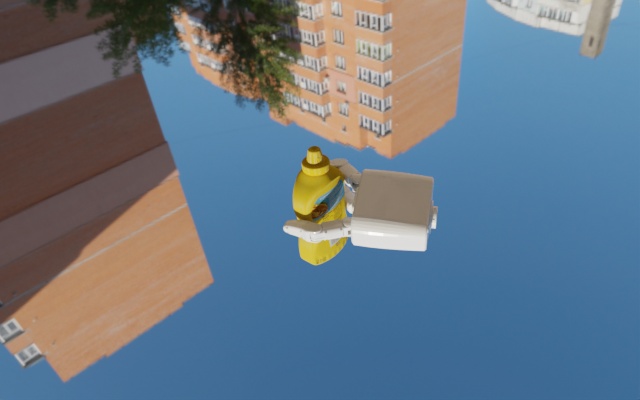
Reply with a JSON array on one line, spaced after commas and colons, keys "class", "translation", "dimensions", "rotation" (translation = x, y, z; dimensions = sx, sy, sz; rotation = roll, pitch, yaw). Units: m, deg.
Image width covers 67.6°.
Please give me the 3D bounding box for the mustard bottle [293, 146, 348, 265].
[{"class": "mustard bottle", "translation": [0.000, 0.003, 0.729], "dimensions": [0.058, 0.192, 0.096], "rotation": [25, 48, 33]}]
